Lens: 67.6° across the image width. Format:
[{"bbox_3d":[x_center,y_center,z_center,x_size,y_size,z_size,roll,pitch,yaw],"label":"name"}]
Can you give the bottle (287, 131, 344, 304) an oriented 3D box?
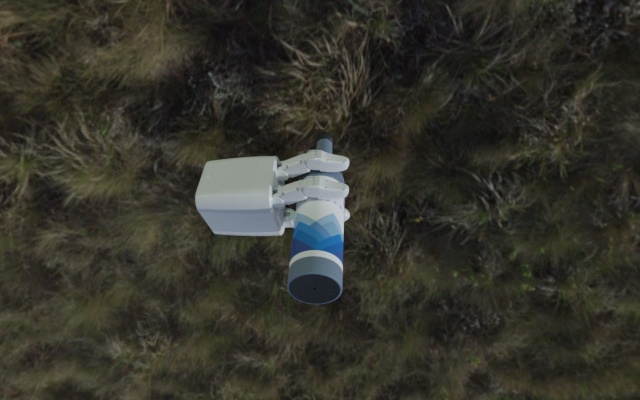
[{"bbox_3d":[0.000,0.002,0.674,0.069,0.295,0.069,2,-45,2],"label":"bottle"}]
